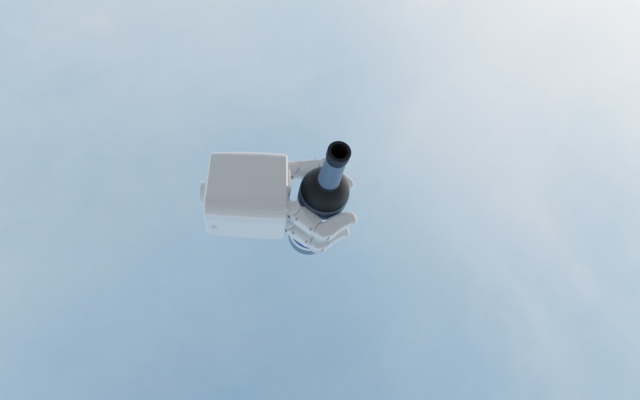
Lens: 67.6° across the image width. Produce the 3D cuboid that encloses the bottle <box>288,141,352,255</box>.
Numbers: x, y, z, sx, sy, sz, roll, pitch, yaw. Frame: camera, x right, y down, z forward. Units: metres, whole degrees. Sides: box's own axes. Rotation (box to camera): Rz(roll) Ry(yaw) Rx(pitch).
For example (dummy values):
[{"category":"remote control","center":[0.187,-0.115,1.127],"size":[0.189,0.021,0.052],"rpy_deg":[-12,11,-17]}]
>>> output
[{"category":"bottle","center":[0.000,0.002,0.660],"size":[0.069,0.069,0.296],"rpy_deg":[0,-23,-9]}]
